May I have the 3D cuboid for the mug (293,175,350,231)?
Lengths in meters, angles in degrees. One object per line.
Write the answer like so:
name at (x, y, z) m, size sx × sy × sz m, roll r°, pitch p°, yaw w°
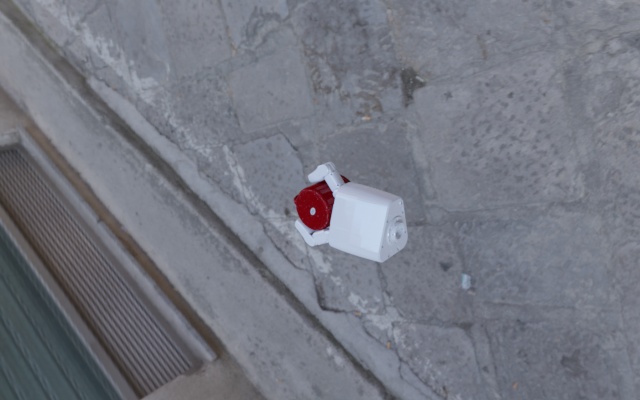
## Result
mug at (-0.001, 0.003, 0.886) m, size 0.117 × 0.093 × 0.081 m, roll 15°, pitch 27°, yaw 37°
